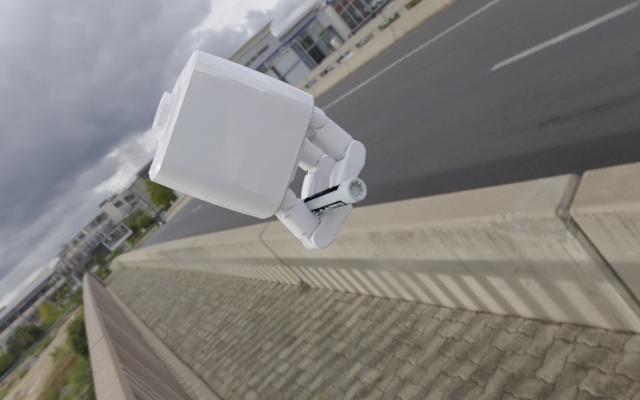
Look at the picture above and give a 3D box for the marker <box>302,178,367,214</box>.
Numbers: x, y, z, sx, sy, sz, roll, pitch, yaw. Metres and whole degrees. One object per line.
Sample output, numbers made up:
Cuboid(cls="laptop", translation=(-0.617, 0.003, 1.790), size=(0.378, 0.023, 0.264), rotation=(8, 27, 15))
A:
Cuboid(cls="marker", translation=(0.000, 0.001, 0.427), size=(0.020, 0.020, 0.121), rotation=(0, -10, -29))
